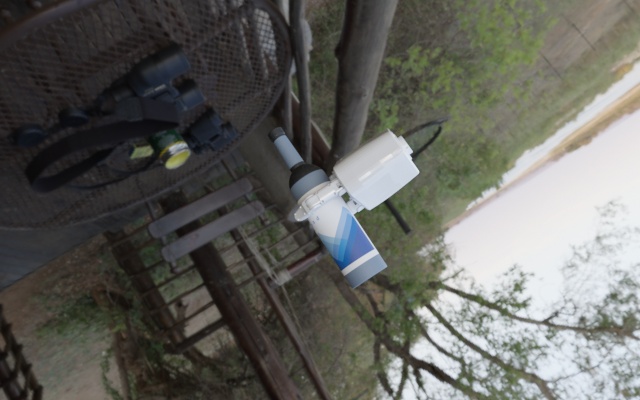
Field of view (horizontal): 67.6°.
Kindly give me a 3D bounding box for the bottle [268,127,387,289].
[{"bbox_3d":[0.000,0.003,0.790,0.069,0.295,0.069,-32,-11,-7],"label":"bottle"}]
